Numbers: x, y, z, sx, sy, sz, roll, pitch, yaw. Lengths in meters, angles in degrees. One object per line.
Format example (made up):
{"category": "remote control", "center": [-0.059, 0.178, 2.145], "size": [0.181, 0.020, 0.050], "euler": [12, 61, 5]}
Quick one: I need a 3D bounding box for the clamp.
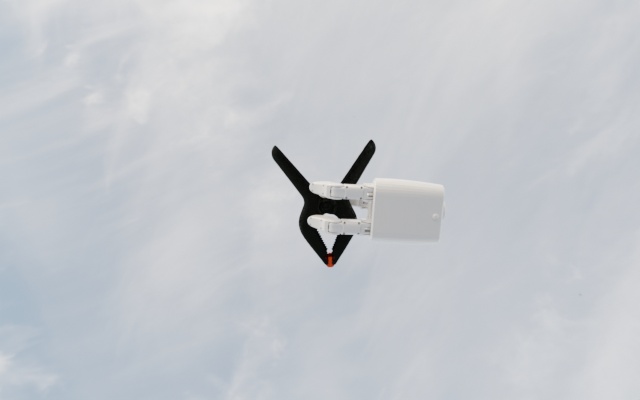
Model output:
{"category": "clamp", "center": [0.000, 0.003, 0.771], "size": [0.164, 0.210, 0.036], "euler": [4, 10, 2]}
